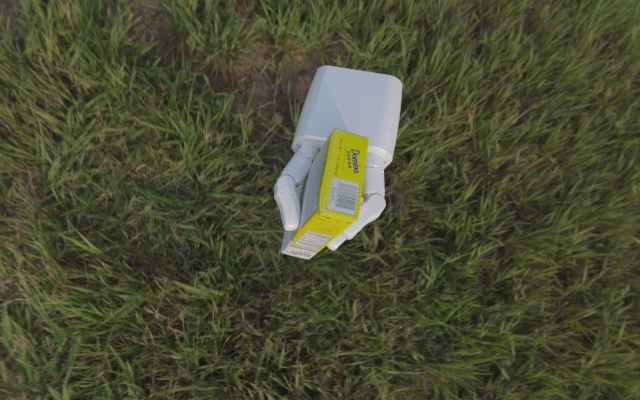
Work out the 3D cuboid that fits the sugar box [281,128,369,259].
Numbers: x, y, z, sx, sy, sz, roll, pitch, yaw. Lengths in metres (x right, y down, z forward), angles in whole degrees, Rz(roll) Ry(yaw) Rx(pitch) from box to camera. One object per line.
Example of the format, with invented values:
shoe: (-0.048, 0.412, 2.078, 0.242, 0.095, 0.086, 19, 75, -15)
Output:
sugar box: (0.001, 0.002, 0.541, 0.048, 0.093, 0.176, 14, -22, -9)
